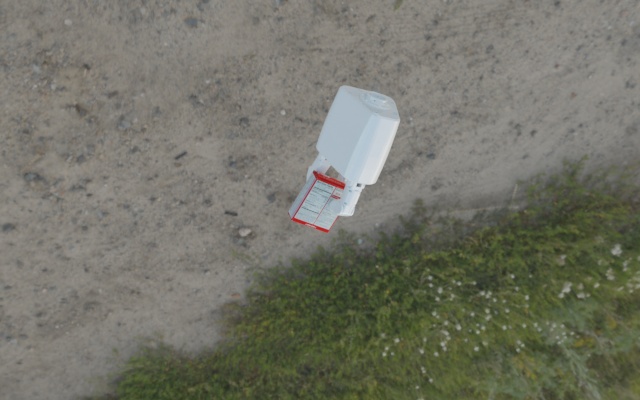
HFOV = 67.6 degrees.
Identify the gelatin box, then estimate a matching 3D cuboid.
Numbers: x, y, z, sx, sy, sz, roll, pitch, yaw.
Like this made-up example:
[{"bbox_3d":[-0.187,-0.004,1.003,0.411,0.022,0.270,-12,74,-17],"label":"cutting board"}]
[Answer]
[{"bbox_3d":[0.000,0.003,0.783,0.073,0.089,0.030,21,22,-28],"label":"gelatin box"}]
